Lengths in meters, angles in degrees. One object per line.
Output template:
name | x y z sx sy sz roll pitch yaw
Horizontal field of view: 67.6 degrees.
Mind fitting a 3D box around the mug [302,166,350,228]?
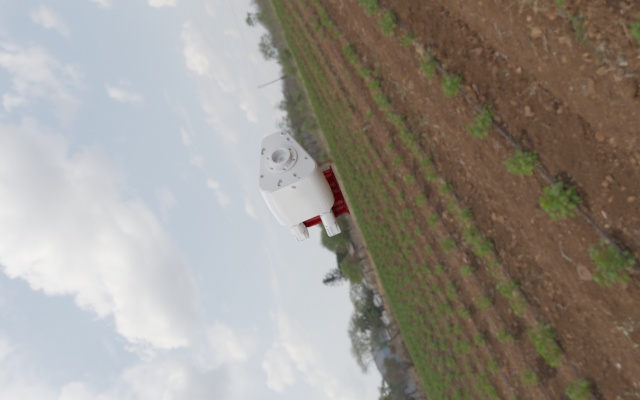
mug | 0.000 0.004 0.845 0.081 0.093 0.117 -22 -33 2
